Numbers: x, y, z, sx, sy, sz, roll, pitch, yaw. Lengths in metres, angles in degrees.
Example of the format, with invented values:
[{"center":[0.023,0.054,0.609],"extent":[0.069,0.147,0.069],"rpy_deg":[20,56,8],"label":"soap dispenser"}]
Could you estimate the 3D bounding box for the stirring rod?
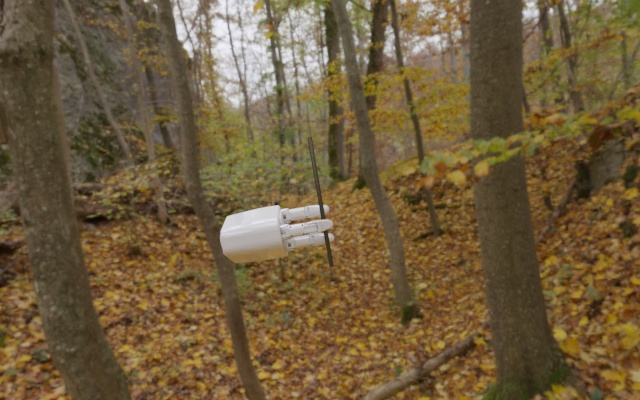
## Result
[{"center":[0.000,0.003,0.875],"extent":[0.011,0.239,0.011],"rpy_deg":[-10,0,0],"label":"stirring rod"}]
